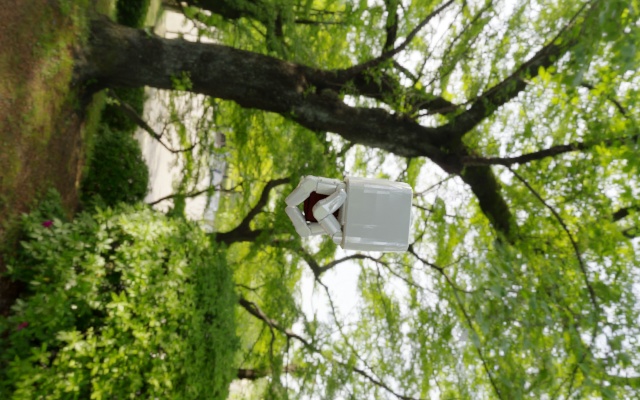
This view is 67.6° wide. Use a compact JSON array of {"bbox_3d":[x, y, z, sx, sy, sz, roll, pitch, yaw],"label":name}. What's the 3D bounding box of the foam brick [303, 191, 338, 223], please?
[{"bbox_3d":[0.000,0.002,0.800,0.051,0.053,0.078,4,15,-6],"label":"foam brick"}]
